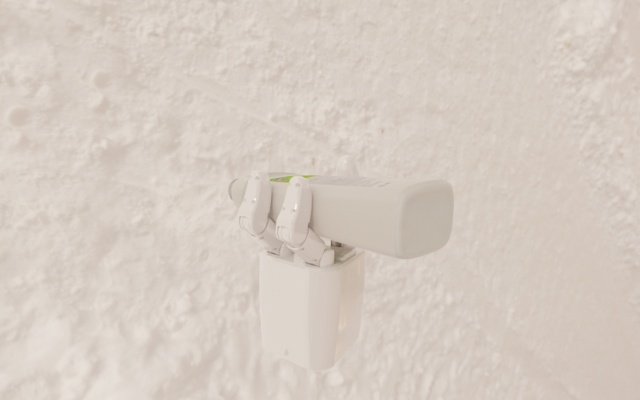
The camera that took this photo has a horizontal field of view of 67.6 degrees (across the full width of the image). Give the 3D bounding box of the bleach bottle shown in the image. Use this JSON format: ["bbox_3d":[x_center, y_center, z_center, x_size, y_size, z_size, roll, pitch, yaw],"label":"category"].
[{"bbox_3d":[0.000,0.002,0.494,0.251,0.068,0.102,9,12,41],"label":"bleach bottle"}]
